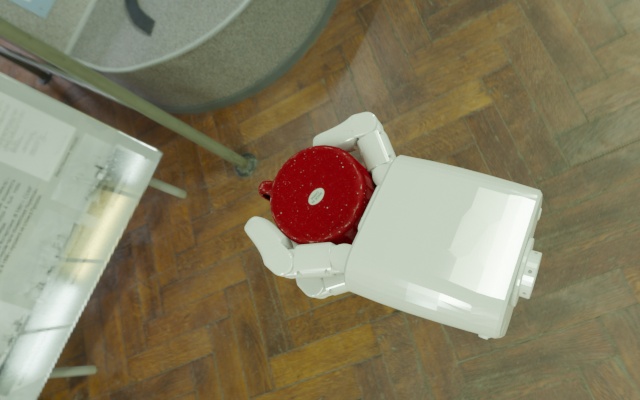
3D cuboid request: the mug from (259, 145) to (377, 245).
[{"bbox_3d":[-0.001,0.001,0.406,0.117,0.093,0.081,15,-8,26],"label":"mug"}]
